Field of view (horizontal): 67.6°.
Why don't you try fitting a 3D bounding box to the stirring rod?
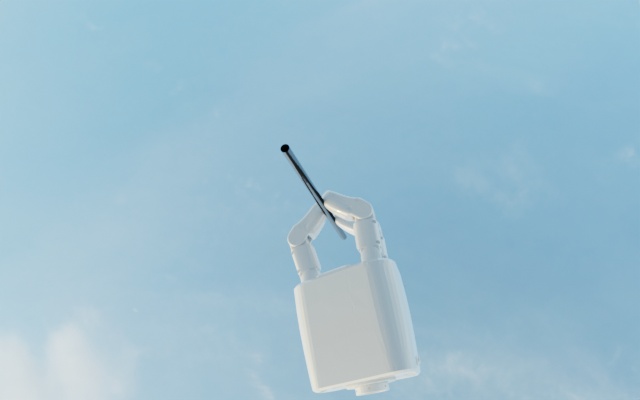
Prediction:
[{"bbox_3d":[0.000,0.002,0.505,0.011,0.011,0.240,0,-22,15],"label":"stirring rod"}]
